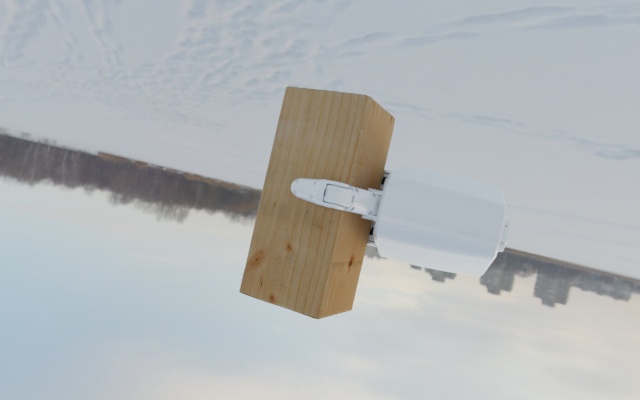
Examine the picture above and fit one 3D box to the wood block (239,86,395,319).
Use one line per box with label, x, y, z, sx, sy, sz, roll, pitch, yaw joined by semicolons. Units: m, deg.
wood block;0.000;0.002;0.482;0.090;0.206;0.091;13;0;26
